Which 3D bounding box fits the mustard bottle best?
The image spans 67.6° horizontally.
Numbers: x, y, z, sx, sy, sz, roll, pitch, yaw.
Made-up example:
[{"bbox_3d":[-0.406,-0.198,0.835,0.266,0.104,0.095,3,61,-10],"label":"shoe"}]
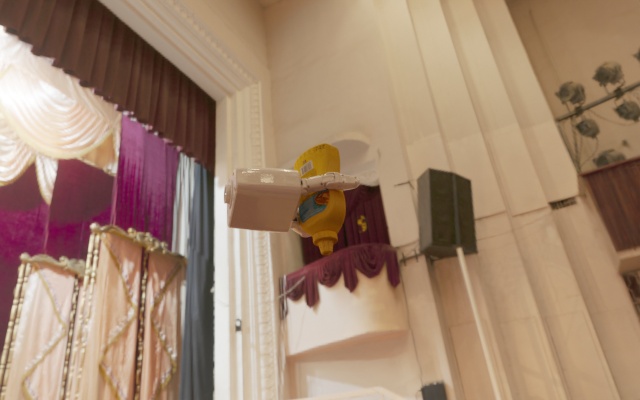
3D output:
[{"bbox_3d":[0.000,0.003,0.823,0.058,0.191,0.096,19,-37,-39],"label":"mustard bottle"}]
